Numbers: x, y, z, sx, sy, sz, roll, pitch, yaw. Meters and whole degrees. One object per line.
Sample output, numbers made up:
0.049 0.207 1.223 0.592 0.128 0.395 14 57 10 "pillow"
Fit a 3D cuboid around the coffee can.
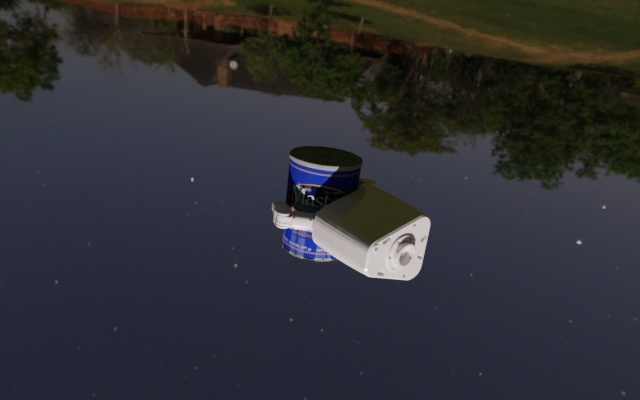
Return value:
0.000 0.002 0.689 0.103 0.140 0.102 6 20 -2 "coffee can"
